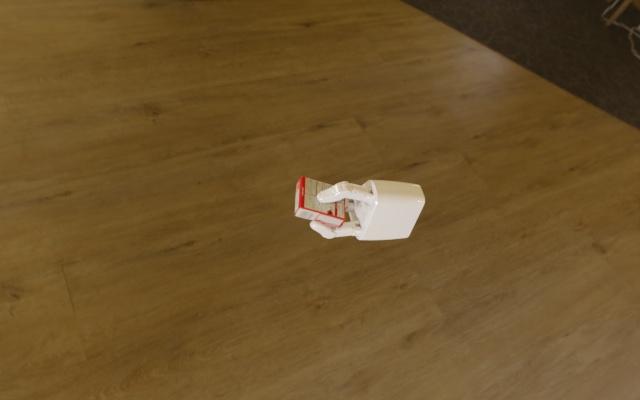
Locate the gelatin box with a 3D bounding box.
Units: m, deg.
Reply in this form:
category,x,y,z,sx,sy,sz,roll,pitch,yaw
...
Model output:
category,x,y,z,sx,sy,sz,roll,pitch,yaw
gelatin box,0.000,0.002,0.848,0.089,0.073,0.030,16,-40,-18
